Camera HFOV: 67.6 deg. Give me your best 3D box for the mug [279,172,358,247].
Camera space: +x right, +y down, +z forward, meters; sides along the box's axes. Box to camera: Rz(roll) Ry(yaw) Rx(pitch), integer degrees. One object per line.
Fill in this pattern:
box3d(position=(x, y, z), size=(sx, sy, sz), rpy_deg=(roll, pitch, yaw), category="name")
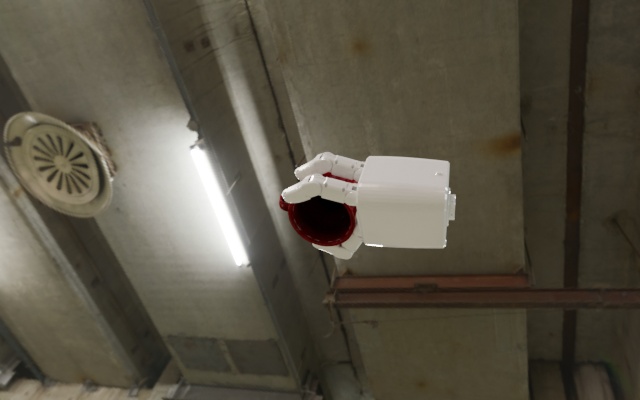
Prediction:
box3d(position=(-0.001, 0.002, 0.671), size=(0.117, 0.093, 0.081), rpy_deg=(5, 34, 16), category="mug")
